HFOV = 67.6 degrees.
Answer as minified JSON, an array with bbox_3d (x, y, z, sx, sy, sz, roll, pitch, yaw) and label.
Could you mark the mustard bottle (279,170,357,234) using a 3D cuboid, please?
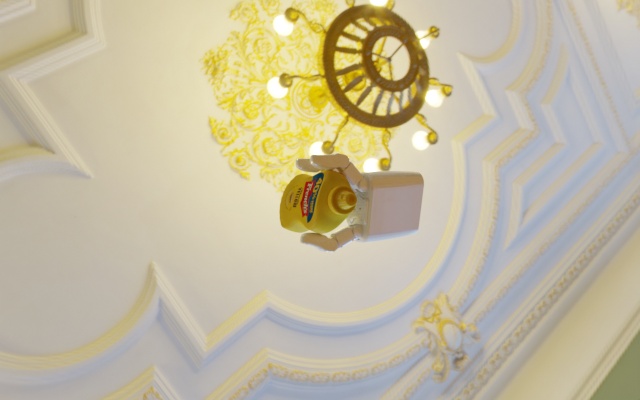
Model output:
[{"bbox_3d":[0.000,0.002,0.728,0.058,0.096,0.191,22,-11,-25],"label":"mustard bottle"}]
